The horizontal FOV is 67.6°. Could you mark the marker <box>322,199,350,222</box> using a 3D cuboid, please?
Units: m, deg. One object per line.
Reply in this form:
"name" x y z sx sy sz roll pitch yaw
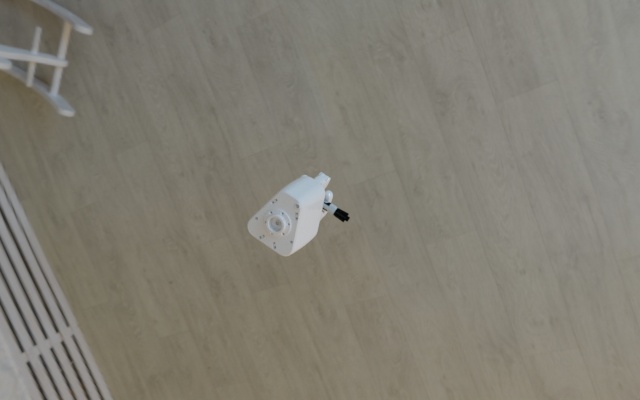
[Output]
"marker" 0.000 0.003 0.866 0.121 0.020 0.020 32 6 9
